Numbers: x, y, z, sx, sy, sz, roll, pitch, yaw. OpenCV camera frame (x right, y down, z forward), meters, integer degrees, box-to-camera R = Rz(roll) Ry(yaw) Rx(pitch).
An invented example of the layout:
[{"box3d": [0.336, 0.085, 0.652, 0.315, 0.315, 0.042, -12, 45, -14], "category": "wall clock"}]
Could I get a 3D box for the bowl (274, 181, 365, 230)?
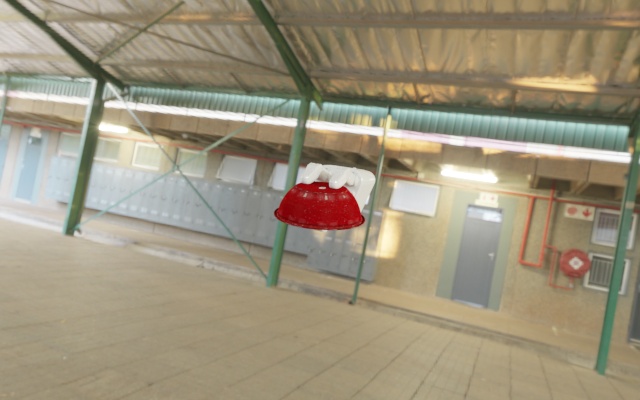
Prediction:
[{"box3d": [0.000, 0.003, 0.834, 0.162, 0.055, 0.162, 4, 14, -1], "category": "bowl"}]
